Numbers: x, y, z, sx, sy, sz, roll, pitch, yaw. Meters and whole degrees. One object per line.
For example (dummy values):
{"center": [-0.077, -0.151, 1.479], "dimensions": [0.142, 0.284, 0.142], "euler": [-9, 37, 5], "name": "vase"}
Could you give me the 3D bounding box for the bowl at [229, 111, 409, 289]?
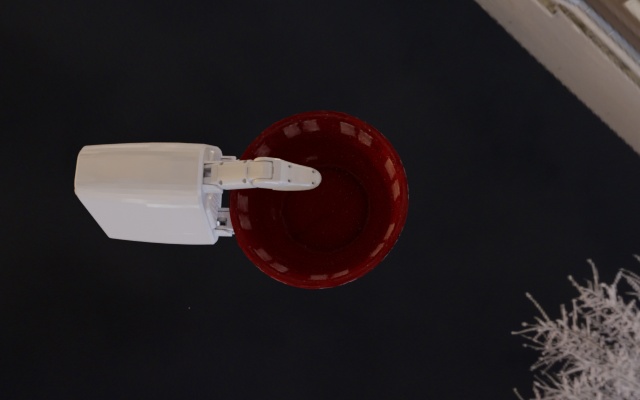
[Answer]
{"center": [0.001, 0.002, 0.446], "dimensions": [0.162, 0.162, 0.055], "euler": [0, -13, 10], "name": "bowl"}
